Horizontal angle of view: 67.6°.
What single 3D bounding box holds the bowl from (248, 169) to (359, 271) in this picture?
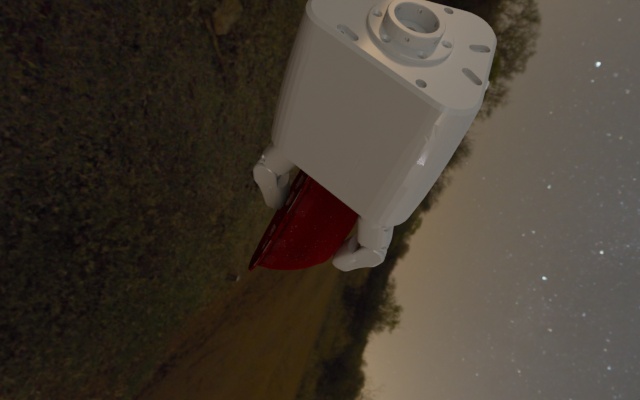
[{"bbox_3d":[0.000,0.002,0.416,0.055,0.162,0.162,30,-4,-7],"label":"bowl"}]
